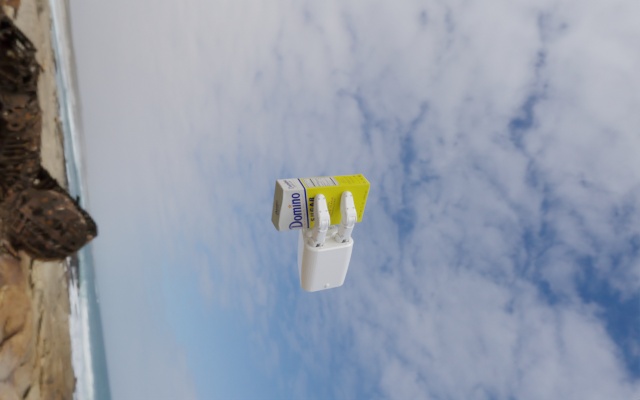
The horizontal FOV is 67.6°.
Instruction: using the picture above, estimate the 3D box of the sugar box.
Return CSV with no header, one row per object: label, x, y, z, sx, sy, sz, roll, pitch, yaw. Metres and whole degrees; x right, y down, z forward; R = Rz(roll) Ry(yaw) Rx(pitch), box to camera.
sugar box,0.000,0.003,0.896,0.176,0.093,0.048,-8,36,-25
